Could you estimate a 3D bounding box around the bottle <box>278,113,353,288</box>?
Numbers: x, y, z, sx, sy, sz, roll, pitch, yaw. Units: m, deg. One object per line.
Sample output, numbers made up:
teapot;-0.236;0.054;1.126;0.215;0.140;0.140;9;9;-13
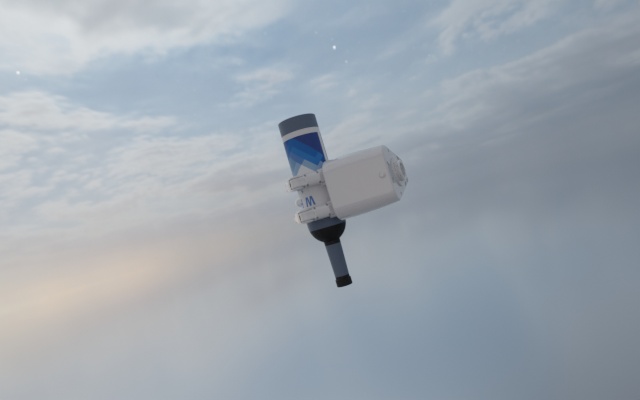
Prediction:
bottle;0.000;0.002;0.815;0.069;0.295;0.069;-16;-2;-1
